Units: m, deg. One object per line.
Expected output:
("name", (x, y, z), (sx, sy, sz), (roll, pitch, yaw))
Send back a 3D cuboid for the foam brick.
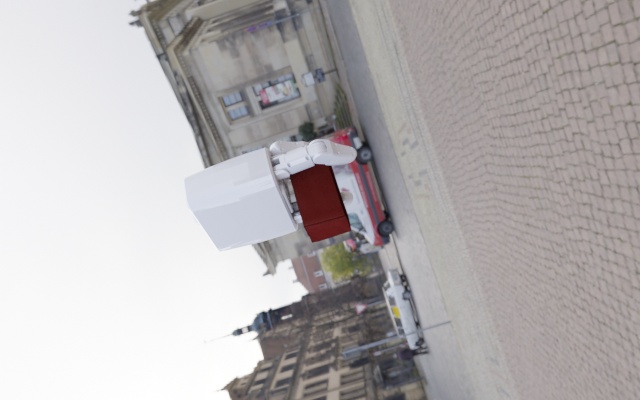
("foam brick", (0.000, 0.002, 0.567), (0.051, 0.078, 0.053), (-18, -27, 1))
